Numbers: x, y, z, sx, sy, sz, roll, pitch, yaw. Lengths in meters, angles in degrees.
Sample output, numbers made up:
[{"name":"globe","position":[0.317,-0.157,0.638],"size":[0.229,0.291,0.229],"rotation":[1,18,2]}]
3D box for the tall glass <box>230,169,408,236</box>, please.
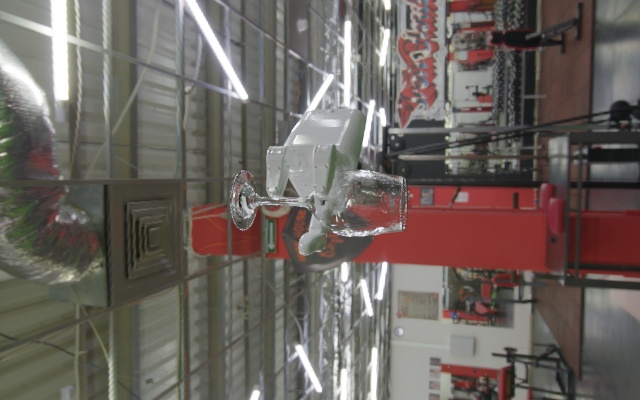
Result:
[{"name":"tall glass","position":[-0.001,0.002,0.568],"size":[0.201,0.079,0.079],"rotation":[2,0,17]}]
